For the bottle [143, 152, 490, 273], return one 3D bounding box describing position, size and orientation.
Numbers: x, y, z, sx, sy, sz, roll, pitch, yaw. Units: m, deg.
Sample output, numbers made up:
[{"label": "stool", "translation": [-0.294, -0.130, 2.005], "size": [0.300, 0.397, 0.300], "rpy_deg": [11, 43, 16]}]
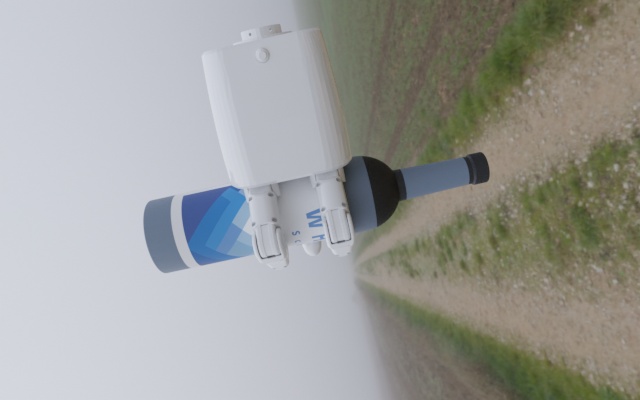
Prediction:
[{"label": "bottle", "translation": [0.000, 0.002, 0.422], "size": [0.296, 0.069, 0.069], "rpy_deg": [-12, 0, 1]}]
